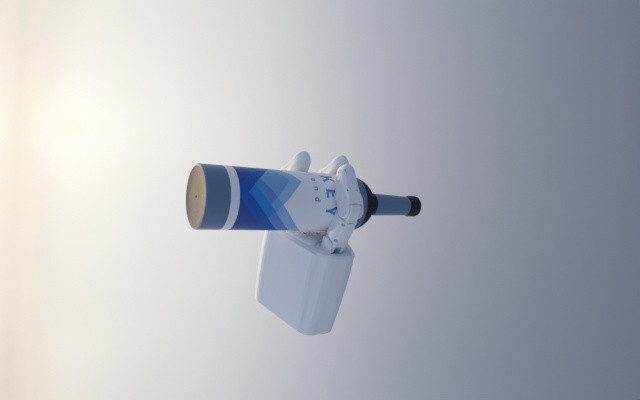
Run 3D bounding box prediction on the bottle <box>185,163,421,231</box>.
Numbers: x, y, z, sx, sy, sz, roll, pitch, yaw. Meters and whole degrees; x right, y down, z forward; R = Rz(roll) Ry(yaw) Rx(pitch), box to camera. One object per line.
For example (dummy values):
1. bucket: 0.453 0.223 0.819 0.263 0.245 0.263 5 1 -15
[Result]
1. bottle: 0.000 0.002 0.551 0.296 0.069 0.069 3 -2 -33
